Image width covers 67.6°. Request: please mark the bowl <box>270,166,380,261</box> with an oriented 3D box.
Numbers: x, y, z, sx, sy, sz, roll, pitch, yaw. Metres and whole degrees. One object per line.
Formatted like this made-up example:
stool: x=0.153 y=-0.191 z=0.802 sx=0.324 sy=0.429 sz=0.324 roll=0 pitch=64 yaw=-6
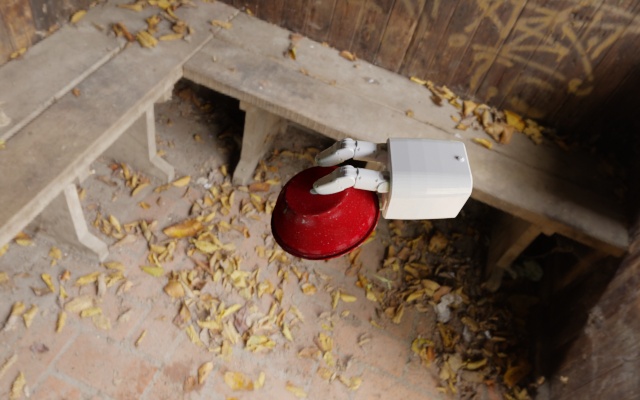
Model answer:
bowl: x=-0.001 y=0.002 z=0.669 sx=0.162 sy=0.162 sz=0.055 roll=0 pitch=-39 yaw=16
